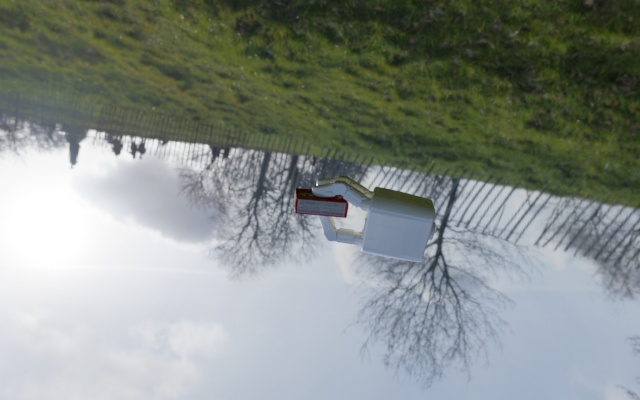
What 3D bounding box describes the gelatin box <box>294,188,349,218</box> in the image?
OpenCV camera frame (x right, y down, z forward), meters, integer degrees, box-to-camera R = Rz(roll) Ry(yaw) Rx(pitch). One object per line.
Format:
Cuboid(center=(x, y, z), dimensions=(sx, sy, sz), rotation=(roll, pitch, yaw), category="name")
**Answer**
Cuboid(center=(0.000, 0.003, 0.822), dimensions=(0.089, 0.030, 0.073), rotation=(4, 15, -5), category="gelatin box")
